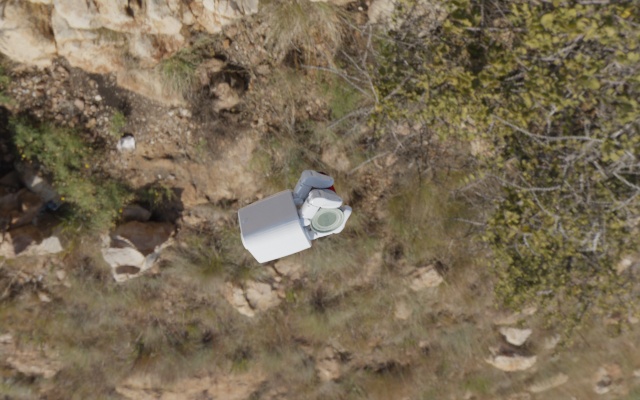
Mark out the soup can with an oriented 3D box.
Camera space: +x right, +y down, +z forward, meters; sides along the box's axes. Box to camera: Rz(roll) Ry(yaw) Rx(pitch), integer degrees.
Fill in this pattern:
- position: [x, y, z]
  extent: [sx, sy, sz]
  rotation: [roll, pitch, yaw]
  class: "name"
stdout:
- position: [0.001, 0.003, 0.889]
  extent: [0.068, 0.069, 0.102]
  rotation: [0, 41, -18]
  class: "soup can"
